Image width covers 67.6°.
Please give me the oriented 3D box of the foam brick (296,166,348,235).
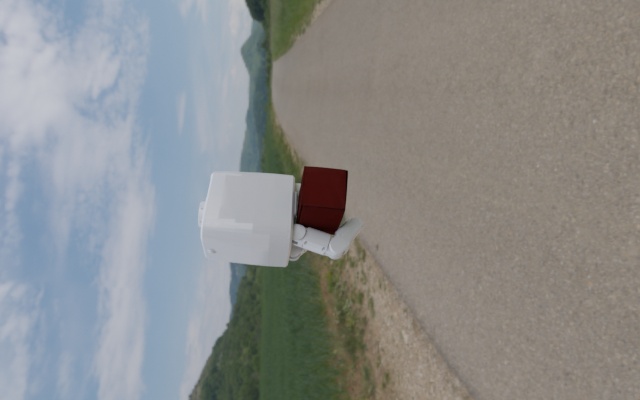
[{"bbox_3d":[0.000,0.002,0.567,0.051,0.053,0.078,7,-28,-5],"label":"foam brick"}]
